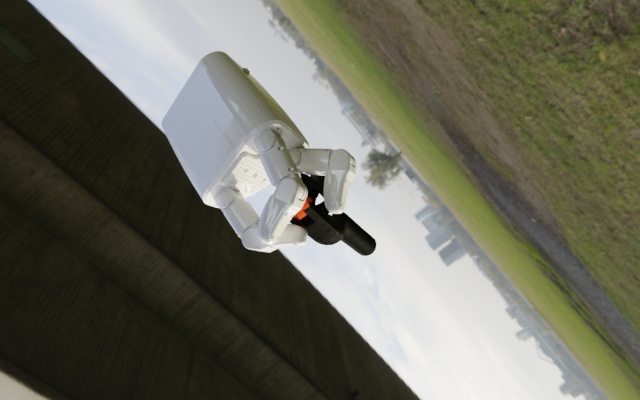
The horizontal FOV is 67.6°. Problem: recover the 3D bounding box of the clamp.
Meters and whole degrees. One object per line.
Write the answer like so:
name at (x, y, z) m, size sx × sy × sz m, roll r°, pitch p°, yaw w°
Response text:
clamp at (0.000, 0.002, 0.505) m, size 0.039 × 0.120 × 0.171 m, roll -41°, pitch -23°, yaw 10°
